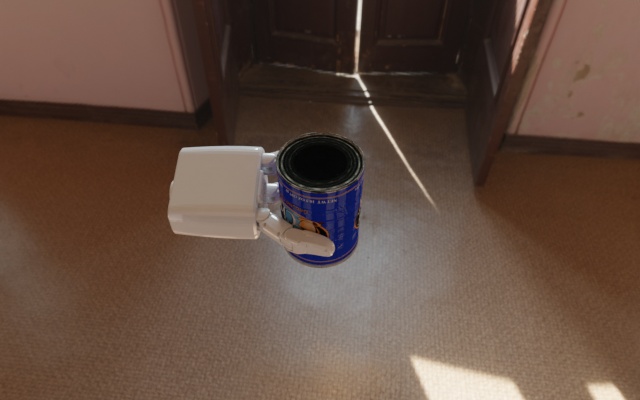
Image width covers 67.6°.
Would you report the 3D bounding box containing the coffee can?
[{"bbox_3d":[0.000,0.002,0.593,0.103,0.102,0.140,0,-44,0],"label":"coffee can"}]
